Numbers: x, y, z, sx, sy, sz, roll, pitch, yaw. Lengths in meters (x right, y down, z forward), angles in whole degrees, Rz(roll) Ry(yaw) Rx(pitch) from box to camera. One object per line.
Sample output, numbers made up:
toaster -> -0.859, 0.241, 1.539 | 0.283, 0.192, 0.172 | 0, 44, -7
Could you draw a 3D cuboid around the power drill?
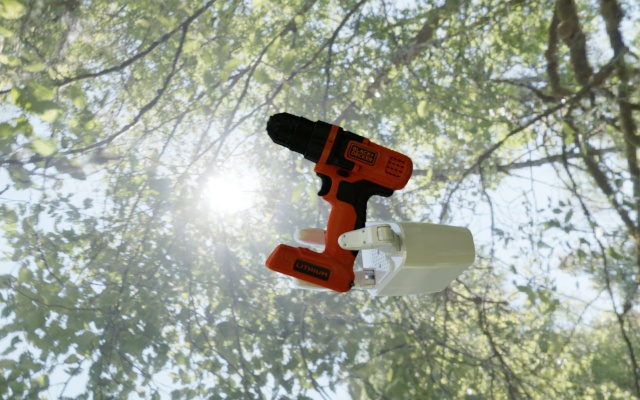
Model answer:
power drill -> 0.000, 0.002, 0.567 | 0.184, 0.187, 0.057 | 20, -4, -2
